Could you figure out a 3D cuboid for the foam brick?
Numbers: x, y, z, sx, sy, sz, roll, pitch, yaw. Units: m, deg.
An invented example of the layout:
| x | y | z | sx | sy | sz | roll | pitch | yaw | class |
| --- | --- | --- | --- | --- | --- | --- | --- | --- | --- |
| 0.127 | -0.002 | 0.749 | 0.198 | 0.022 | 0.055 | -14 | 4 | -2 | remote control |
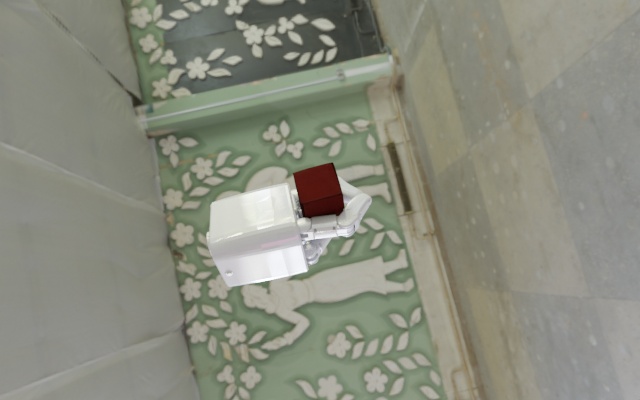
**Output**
| x | y | z | sx | sy | sz | roll | pitch | yaw | class |
| --- | --- | --- | --- | --- | --- | --- | --- | --- | --- |
| 0.000 | 0.002 | 0.590 | 0.051 | 0.053 | 0.078 | -13 | -39 | -3 | foam brick |
